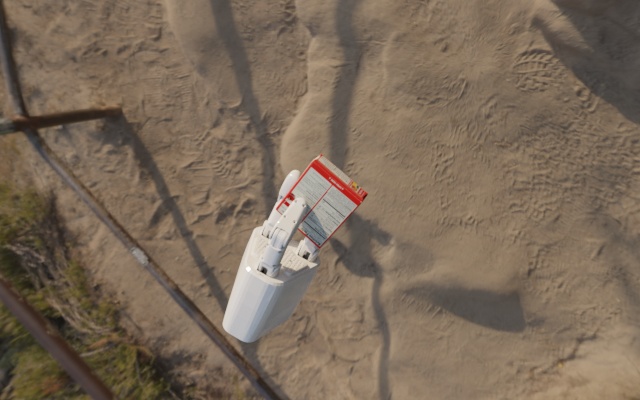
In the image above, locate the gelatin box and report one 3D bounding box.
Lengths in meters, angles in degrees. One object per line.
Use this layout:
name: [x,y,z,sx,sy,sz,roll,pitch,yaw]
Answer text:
gelatin box: [0.000,0.002,0.565,0.073,0.089,0.030,40,31,1]
